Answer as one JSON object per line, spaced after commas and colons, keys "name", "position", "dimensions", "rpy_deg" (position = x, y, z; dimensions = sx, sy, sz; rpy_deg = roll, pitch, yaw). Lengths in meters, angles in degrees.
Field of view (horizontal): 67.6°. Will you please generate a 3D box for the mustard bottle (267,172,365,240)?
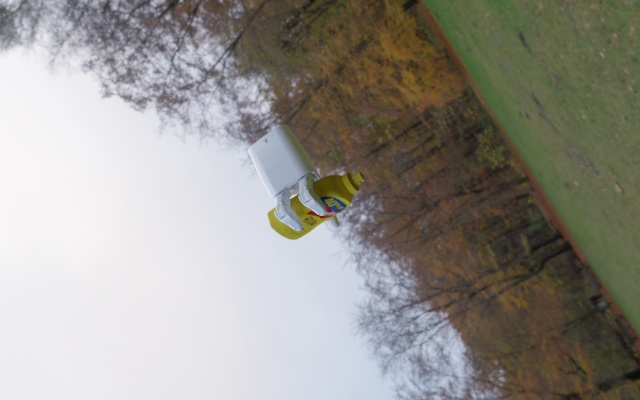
{"name": "mustard bottle", "position": [0.000, 0.003, 0.894], "dimensions": [0.192, 0.058, 0.096], "rpy_deg": [-33, -36, 20]}
